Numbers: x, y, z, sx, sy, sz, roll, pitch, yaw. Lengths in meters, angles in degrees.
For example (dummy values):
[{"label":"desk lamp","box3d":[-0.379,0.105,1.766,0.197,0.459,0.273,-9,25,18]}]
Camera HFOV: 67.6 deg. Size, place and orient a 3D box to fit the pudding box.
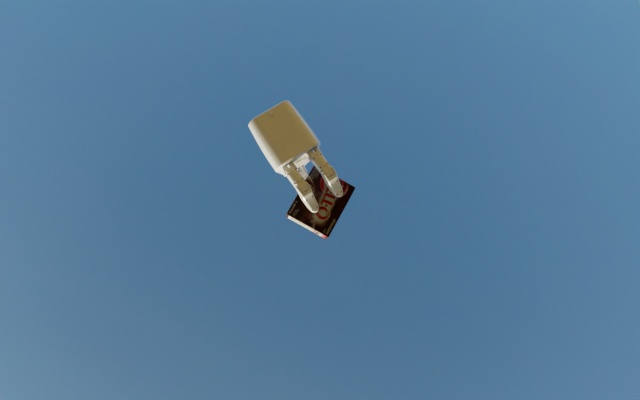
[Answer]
[{"label":"pudding box","box3d":[0.000,0.003,0.898,0.090,0.113,0.039,29,-12,0]}]
